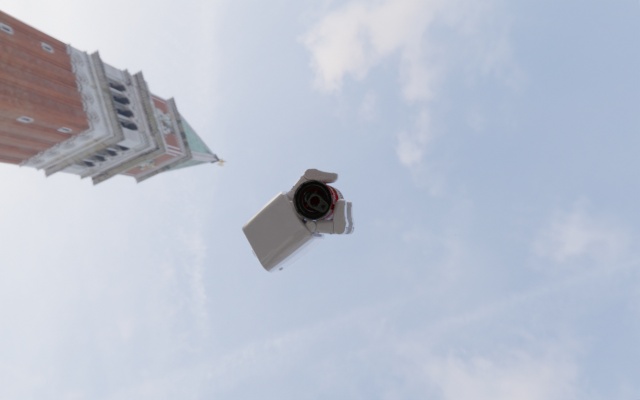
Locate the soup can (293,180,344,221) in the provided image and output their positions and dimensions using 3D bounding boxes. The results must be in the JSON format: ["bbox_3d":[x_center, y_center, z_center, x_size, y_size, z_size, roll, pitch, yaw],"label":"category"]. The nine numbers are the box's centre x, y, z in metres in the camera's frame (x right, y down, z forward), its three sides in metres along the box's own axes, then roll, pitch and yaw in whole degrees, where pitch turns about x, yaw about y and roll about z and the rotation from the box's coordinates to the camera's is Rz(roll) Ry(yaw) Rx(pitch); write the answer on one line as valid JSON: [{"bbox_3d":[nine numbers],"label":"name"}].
[{"bbox_3d":[0.001,0.002,0.844,0.068,0.068,0.102,0,-4,16],"label":"soup can"}]
